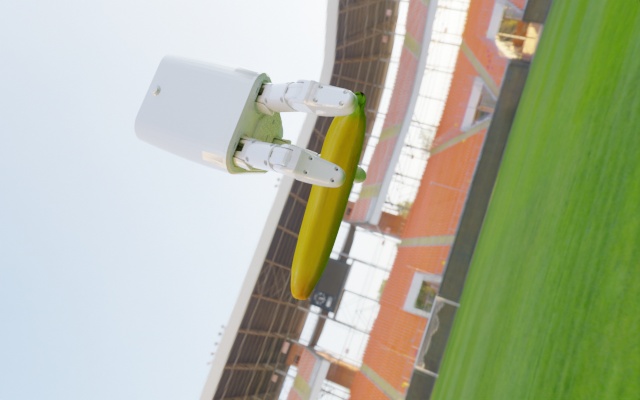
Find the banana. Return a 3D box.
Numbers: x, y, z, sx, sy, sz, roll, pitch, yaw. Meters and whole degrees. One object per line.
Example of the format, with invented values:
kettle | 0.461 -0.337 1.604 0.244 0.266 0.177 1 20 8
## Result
banana | 0.006 -0.005 0.447 0.037 0.198 0.069 18 16 13
